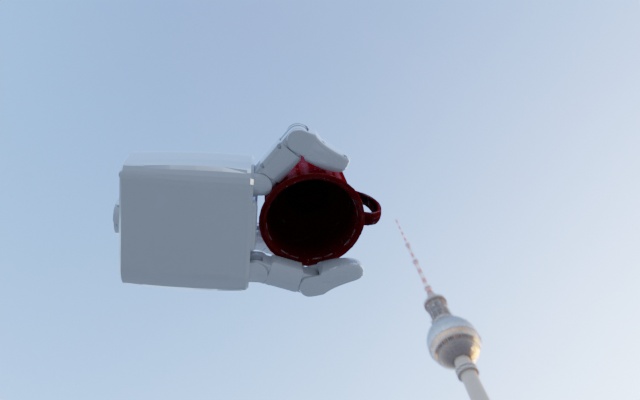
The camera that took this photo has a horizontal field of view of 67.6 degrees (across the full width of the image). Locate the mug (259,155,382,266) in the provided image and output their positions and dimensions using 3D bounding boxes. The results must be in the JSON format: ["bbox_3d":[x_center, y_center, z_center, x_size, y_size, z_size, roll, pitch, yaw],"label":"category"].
[{"bbox_3d":[0.001,0.001,0.453,0.117,0.093,0.081,3,27,-10],"label":"mug"}]
